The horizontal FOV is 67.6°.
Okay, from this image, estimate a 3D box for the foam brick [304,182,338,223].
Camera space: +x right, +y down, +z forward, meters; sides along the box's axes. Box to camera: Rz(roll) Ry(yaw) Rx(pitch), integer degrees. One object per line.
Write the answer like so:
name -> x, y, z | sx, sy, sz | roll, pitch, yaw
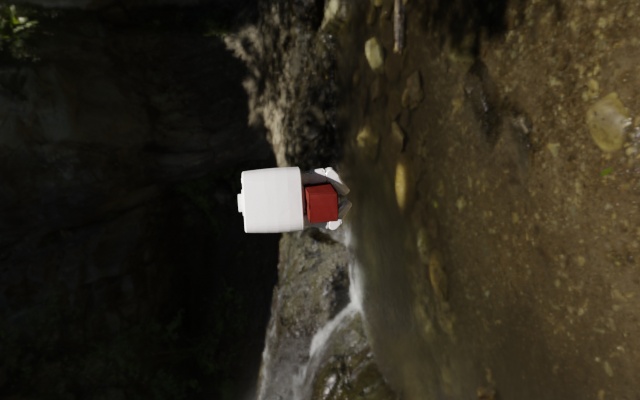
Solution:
foam brick -> 0.000, 0.003, 0.846 | 0.051, 0.053, 0.078 | -3, 16, -8
